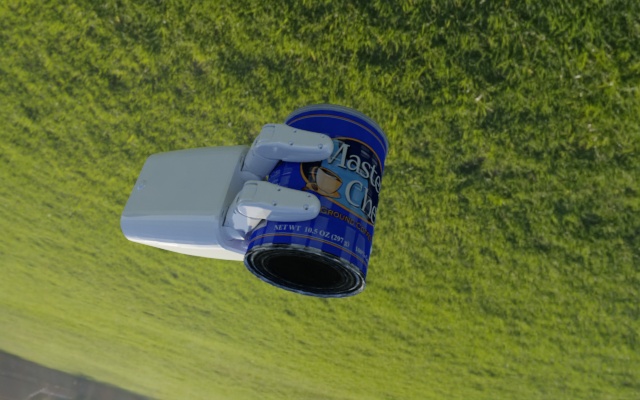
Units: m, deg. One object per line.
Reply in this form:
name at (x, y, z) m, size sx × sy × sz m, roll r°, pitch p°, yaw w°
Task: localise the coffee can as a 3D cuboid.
coffee can at (0.000, 0.001, 0.422) m, size 0.103 × 0.140 × 0.103 m, roll 10°, pitch -29°, yaw 6°
